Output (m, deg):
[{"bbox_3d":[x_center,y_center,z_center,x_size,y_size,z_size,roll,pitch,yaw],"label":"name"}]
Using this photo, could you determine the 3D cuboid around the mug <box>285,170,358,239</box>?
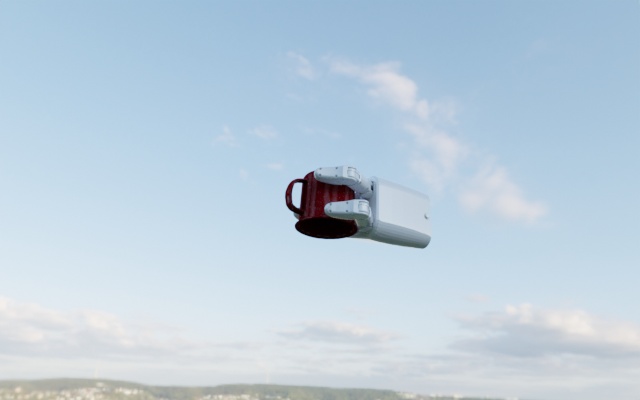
[{"bbox_3d":[-0.001,0.002,0.710,0.117,0.081,0.093,16,-26,-26],"label":"mug"}]
